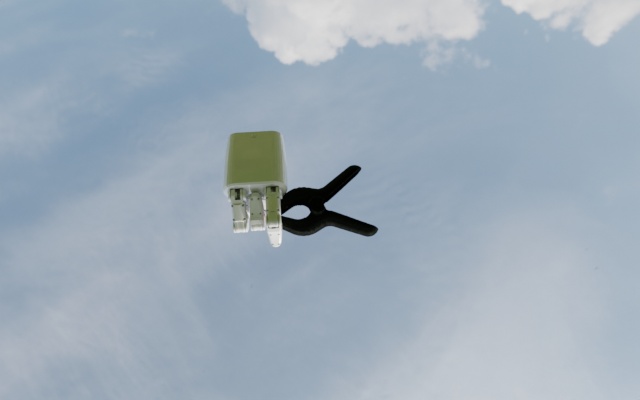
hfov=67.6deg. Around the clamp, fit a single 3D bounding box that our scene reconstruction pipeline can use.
[{"bbox_3d":[0.000,0.003,0.750,0.171,0.120,0.039,-2,-28,-5],"label":"clamp"}]
